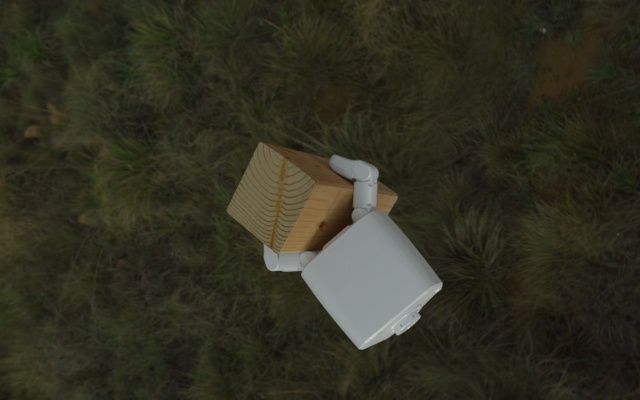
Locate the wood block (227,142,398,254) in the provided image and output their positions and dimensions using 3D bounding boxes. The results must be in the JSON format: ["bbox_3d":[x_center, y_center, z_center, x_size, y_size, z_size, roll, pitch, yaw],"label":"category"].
[{"bbox_3d":[0.000,0.002,0.587,0.090,0.091,0.206,36,15,28],"label":"wood block"}]
